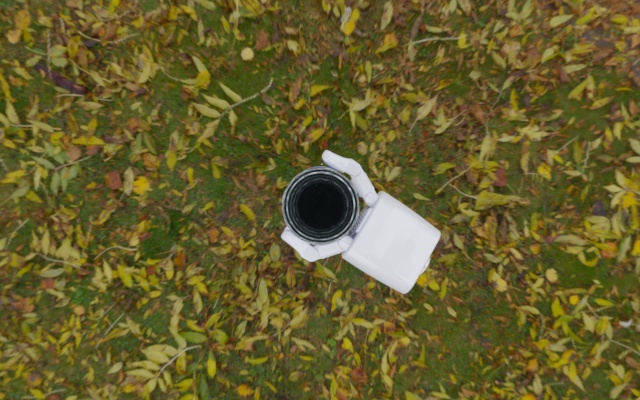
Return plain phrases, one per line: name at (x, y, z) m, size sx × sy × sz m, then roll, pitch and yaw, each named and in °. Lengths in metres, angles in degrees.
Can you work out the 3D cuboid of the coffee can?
coffee can at (0.000, 0.002, 0.692) m, size 0.103 × 0.103 × 0.140 m, roll 0°, pitch 5°, yaw 0°
